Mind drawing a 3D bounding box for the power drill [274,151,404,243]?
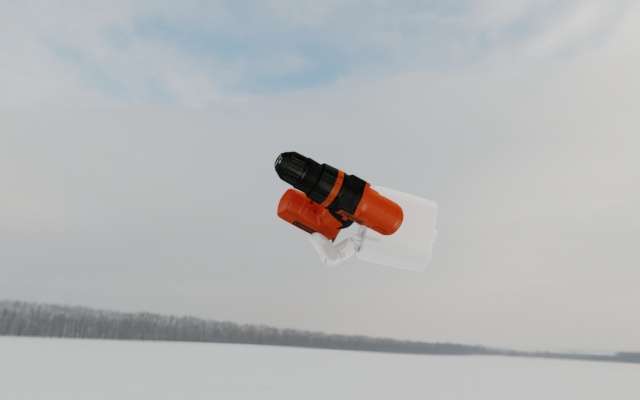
[{"bbox_3d":[0.000,0.002,0.673,0.184,0.057,0.188,29,-17,-14],"label":"power drill"}]
